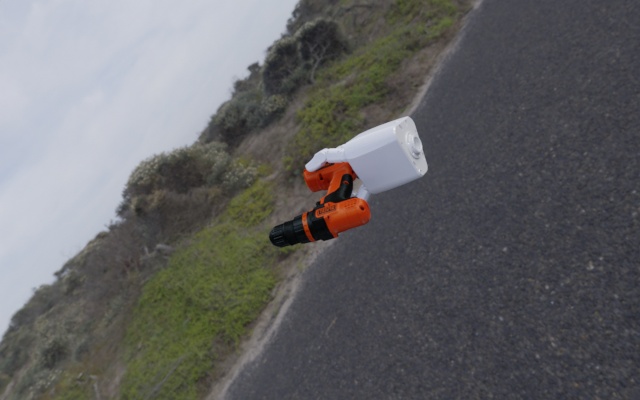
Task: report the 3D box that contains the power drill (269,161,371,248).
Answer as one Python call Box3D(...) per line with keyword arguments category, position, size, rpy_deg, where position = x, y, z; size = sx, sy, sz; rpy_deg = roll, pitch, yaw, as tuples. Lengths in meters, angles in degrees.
Box3D(category="power drill", position=(0.000, 0.002, 0.874), size=(0.184, 0.057, 0.187), rpy_deg=(-16, 35, 15))
